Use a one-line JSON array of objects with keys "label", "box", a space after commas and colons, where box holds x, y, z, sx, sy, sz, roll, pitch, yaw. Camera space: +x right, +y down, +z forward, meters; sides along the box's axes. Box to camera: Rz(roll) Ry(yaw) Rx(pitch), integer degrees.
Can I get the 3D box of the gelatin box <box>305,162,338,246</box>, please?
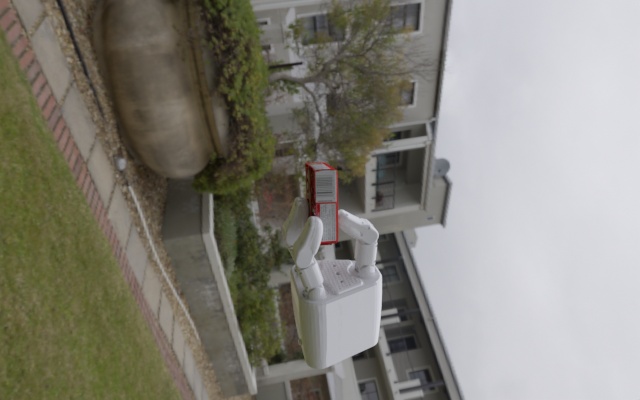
[{"label": "gelatin box", "box": [0.001, 0.002, 0.576, 0.030, 0.089, 0.073, -3, 12, -9]}]
